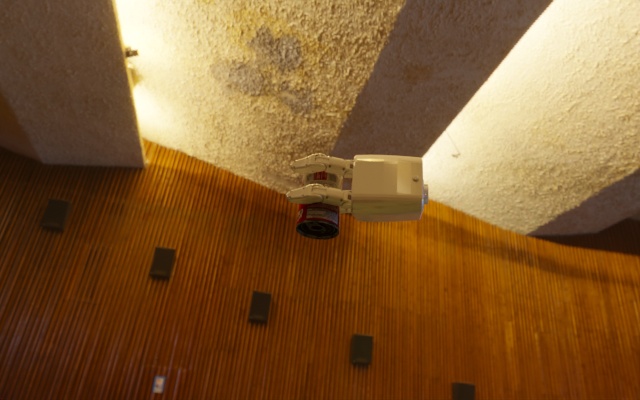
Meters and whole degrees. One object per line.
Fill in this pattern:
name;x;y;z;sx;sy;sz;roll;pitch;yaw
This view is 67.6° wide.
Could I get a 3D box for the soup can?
soup can;0.000;0.002;0.761;0.068;0.102;0.068;5;-27;2
